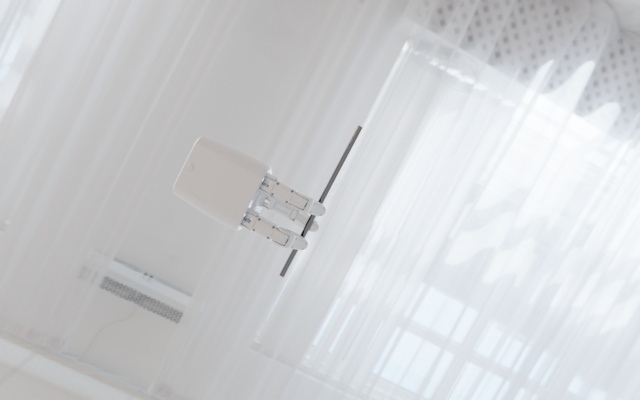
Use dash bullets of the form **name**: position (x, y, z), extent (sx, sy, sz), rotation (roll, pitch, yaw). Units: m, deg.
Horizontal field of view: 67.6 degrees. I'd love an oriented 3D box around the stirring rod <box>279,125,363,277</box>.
- **stirring rod**: position (0.000, 0.002, 0.679), extent (0.011, 0.239, 0.011), rotation (28, 4, -2)
